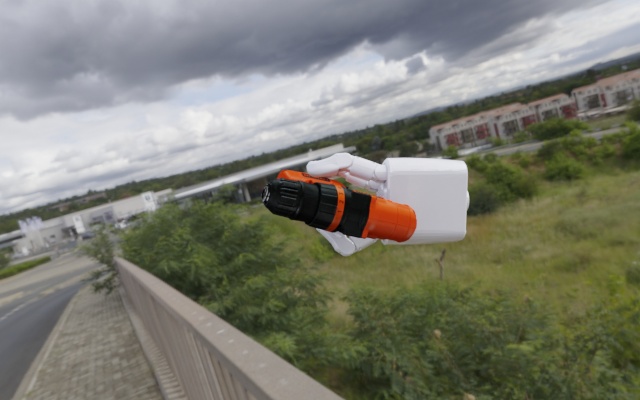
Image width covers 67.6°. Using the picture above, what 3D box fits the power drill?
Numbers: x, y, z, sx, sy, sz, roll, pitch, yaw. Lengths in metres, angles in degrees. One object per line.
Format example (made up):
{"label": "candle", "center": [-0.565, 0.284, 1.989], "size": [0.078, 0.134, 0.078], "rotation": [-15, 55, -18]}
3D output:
{"label": "power drill", "center": [0.000, 0.002, 0.592], "size": [0.184, 0.057, 0.187], "rotation": [15, 5, -22]}
